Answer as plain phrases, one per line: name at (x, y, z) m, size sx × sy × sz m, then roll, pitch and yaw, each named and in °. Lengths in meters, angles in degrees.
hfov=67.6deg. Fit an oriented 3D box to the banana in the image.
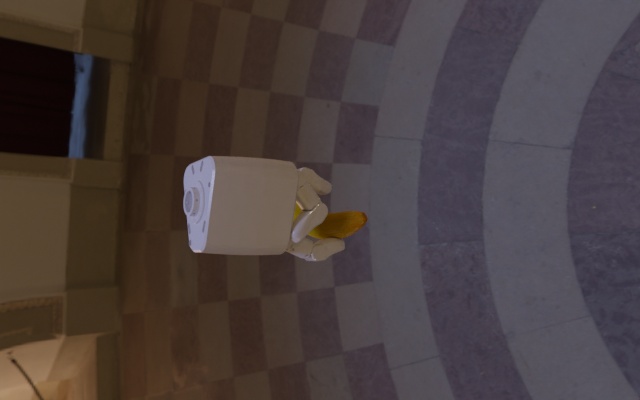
banana at (-0.006, 0.019, 0.682) m, size 0.037 × 0.070 × 0.197 m, roll 4°, pitch 17°, yaw -35°
